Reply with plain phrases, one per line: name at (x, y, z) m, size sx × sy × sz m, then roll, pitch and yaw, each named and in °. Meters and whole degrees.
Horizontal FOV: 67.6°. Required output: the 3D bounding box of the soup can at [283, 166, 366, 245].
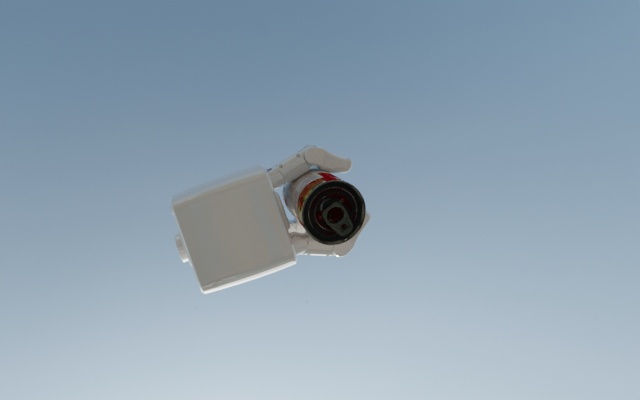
soup can at (0.000, 0.001, 0.528) m, size 0.068 × 0.068 × 0.102 m, roll 0°, pitch 13°, yaw -17°
